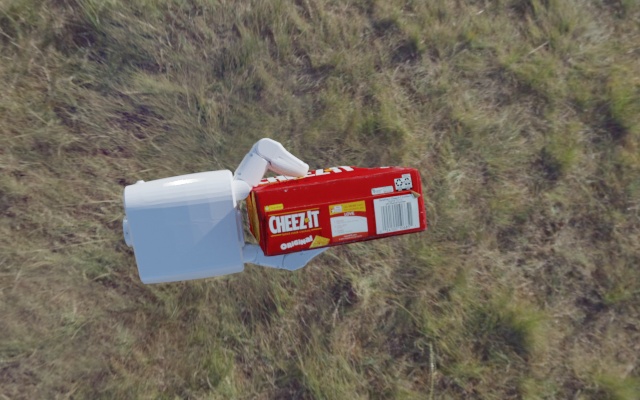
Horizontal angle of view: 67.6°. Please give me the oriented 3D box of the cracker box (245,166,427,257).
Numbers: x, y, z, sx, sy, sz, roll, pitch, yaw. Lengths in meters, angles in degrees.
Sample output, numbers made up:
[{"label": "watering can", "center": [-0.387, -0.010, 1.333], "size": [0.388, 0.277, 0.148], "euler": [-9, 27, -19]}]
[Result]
[{"label": "cracker box", "center": [0.000, 0.002, 0.550], "size": [0.164, 0.072, 0.213], "euler": [-9, 6, -11]}]
